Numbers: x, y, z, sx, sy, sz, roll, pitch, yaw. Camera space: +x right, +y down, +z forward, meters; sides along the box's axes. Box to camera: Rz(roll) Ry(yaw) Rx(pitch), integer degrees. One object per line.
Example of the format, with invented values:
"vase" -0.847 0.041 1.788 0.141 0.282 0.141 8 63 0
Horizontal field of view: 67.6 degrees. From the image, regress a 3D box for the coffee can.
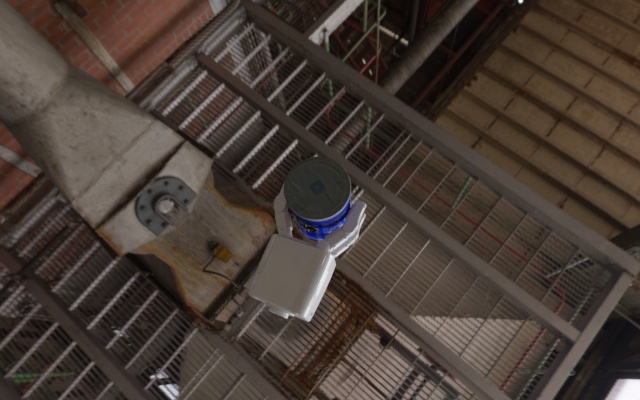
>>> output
"coffee can" 0.000 0.002 0.787 0.103 0.102 0.140 0 -19 5
